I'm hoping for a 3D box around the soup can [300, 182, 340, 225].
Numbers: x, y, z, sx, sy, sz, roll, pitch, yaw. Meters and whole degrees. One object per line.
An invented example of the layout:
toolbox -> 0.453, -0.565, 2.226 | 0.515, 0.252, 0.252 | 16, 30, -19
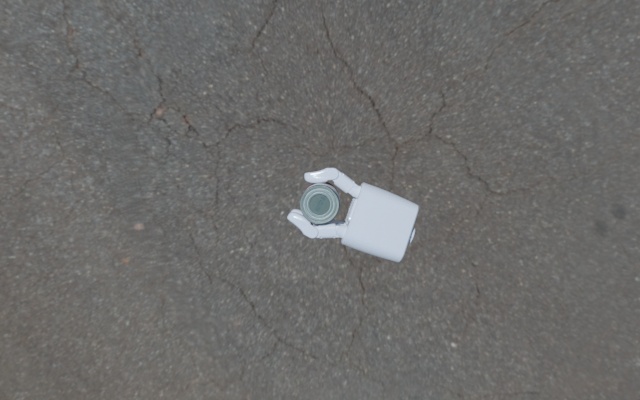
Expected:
soup can -> 0.000, 0.002, 0.836 | 0.068, 0.068, 0.102 | 0, 5, 2
